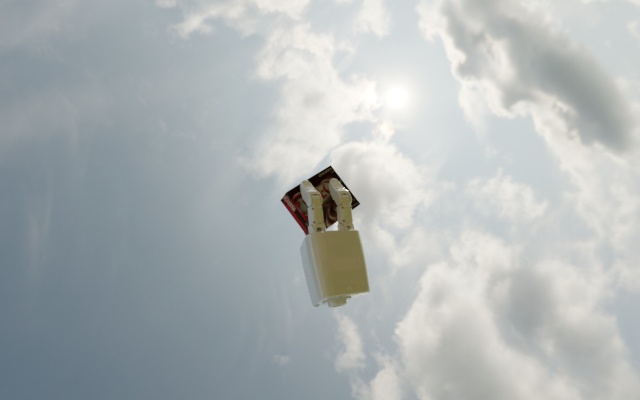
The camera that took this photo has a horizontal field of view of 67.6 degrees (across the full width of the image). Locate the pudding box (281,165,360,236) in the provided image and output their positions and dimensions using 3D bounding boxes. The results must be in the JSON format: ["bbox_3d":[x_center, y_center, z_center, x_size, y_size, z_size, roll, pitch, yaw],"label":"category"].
[{"bbox_3d":[0.000,0.003,0.838,0.113,0.090,0.039,-34,-5,-34],"label":"pudding box"}]
